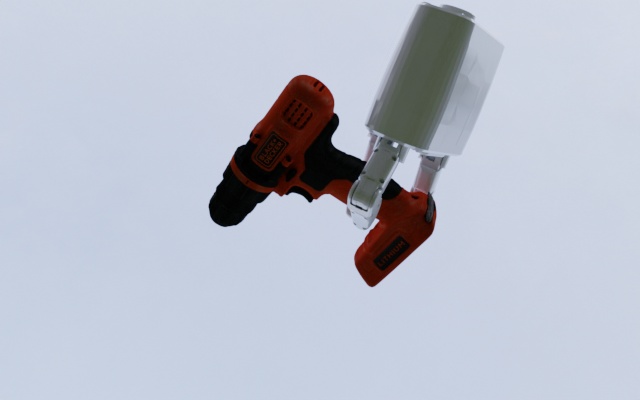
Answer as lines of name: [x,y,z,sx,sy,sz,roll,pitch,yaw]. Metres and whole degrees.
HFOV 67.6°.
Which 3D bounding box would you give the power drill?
power drill: [0.001,0.002,0.459,0.188,0.184,0.057,36,33,-9]
